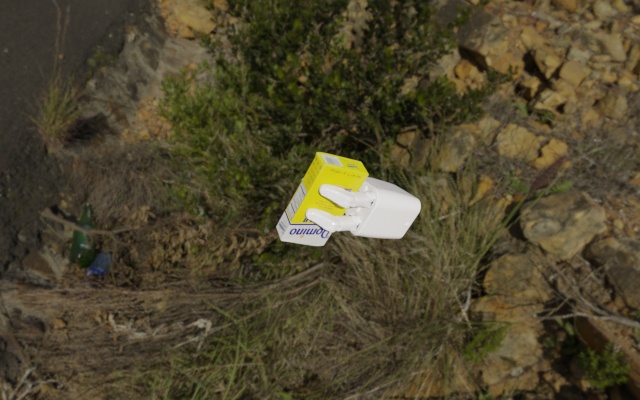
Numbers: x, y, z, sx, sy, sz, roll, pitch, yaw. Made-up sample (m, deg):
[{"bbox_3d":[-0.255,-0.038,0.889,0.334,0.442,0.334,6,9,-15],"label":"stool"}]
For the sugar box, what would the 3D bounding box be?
[{"bbox_3d":[0.000,0.003,0.840,0.093,0.176,0.048,11,33,-30],"label":"sugar box"}]
